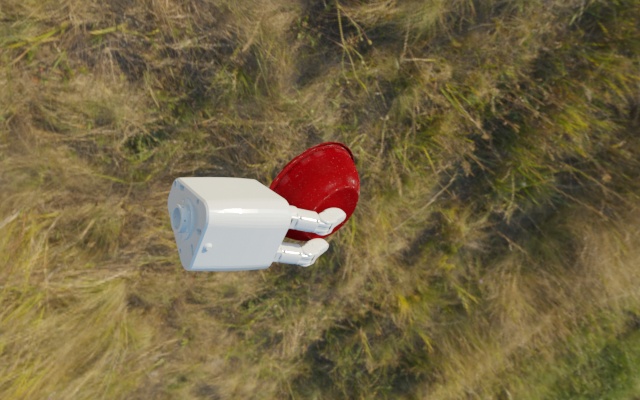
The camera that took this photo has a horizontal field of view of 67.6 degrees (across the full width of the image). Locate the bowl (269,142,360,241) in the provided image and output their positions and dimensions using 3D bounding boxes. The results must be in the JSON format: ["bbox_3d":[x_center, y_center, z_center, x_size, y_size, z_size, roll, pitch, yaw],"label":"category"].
[{"bbox_3d":[0.001,0.002,0.651,0.162,0.162,0.055,0,37,-51],"label":"bowl"}]
